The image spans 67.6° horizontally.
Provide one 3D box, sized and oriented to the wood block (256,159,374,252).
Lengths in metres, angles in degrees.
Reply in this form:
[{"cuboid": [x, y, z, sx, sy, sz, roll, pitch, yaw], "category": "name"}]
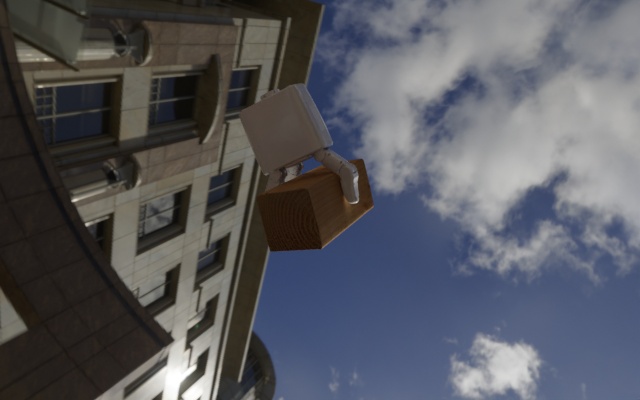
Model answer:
[{"cuboid": [0.000, 0.002, 0.758, 0.091, 0.090, 0.206, -7, 13, 29], "category": "wood block"}]
